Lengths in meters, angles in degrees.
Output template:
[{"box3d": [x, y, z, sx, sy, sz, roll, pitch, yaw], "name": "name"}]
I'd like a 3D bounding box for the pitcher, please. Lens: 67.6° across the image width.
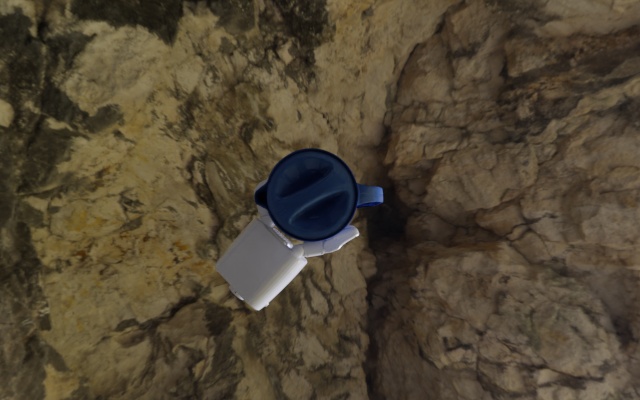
[{"box3d": [0.000, 0.003, 0.786, 0.149, 0.145, 0.243, 42, -3, 4], "name": "pitcher"}]
